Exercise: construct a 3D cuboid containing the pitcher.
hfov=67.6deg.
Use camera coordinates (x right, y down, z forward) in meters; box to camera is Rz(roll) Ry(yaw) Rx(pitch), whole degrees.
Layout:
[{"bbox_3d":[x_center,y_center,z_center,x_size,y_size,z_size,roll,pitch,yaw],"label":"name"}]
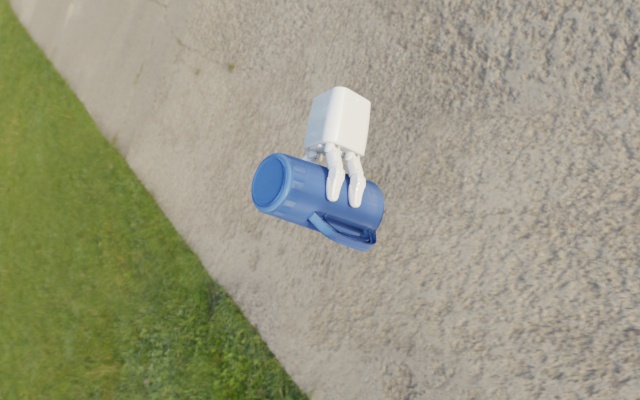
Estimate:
[{"bbox_3d":[0.000,0.003,0.883,0.243,0.145,0.149,18,-9,-42],"label":"pitcher"}]
